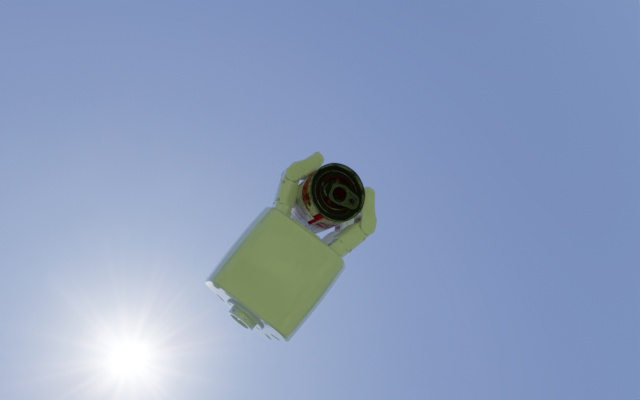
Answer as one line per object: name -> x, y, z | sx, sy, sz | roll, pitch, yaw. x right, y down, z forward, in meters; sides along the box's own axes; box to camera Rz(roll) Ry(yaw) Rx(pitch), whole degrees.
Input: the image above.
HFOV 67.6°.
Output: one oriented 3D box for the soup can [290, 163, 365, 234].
soup can -> 0.000, 0.002, 0.575 | 0.068, 0.068, 0.102 | 0, -13, -24
